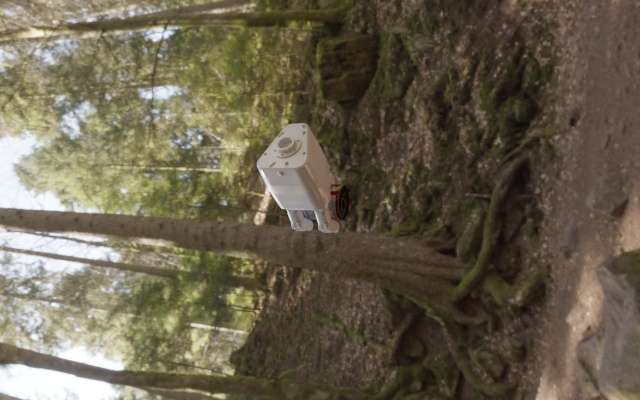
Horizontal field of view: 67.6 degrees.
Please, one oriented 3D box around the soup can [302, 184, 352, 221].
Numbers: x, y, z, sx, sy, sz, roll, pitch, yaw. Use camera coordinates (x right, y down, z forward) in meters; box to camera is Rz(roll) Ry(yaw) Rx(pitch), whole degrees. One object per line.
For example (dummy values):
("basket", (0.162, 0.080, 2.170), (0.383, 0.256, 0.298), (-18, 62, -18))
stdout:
("soup can", (0.000, 0.003, 0.896), (0.102, 0.068, 0.068), (1, 0, 24))
